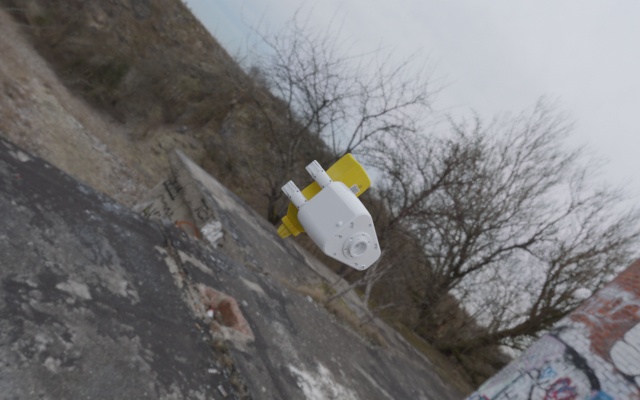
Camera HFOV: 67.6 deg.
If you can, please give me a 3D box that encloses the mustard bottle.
[{"bbox_3d":[0.000,0.002,0.869,0.191,0.058,0.096,-40,-28,0],"label":"mustard bottle"}]
